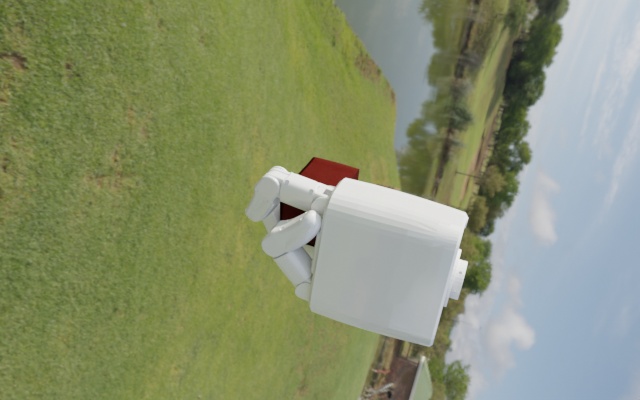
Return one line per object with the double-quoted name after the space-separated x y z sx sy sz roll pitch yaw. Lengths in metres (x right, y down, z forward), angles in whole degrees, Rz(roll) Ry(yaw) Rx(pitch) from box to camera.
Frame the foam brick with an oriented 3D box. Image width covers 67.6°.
0.000 0.001 0.460 0.051 0.053 0.078 15 35 17 "foam brick"
